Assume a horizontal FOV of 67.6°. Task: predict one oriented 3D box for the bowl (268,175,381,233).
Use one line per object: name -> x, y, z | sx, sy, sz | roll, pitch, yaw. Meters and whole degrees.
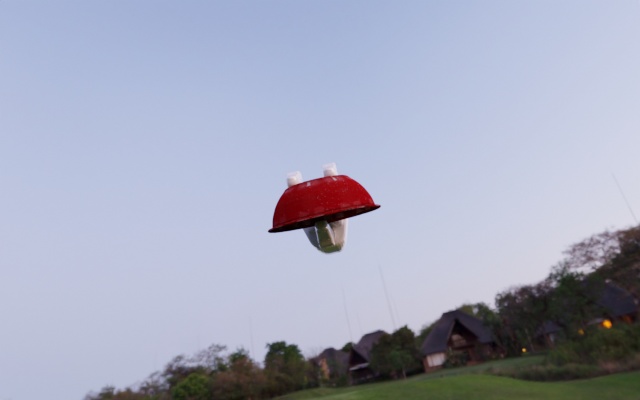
bowl -> 0.000, 0.002, 0.669 | 0.162, 0.055, 0.162 | -13, -6, -1
